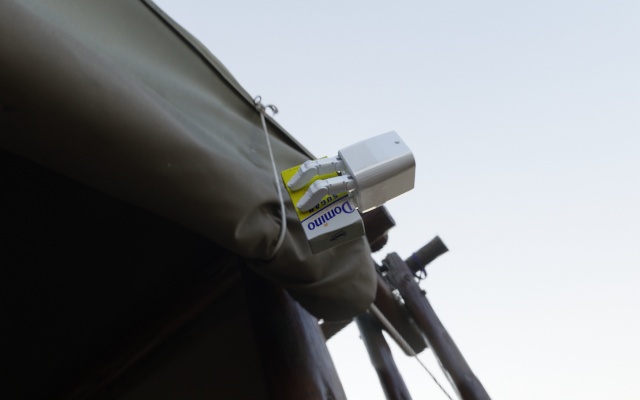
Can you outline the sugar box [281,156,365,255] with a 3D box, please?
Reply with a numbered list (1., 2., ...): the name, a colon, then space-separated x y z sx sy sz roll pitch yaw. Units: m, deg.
1. sugar box: 0.000 0.002 0.807 0.093 0.048 0.176 -21 43 -5
